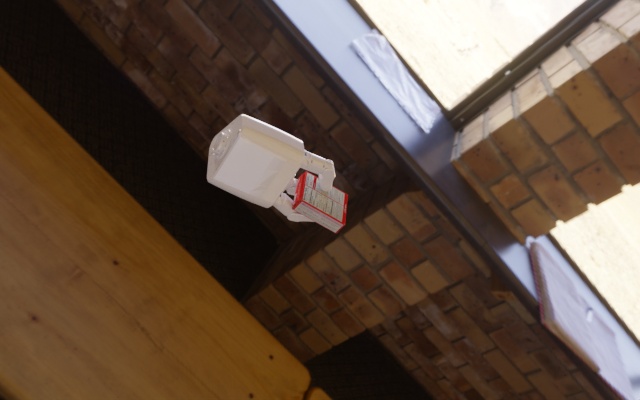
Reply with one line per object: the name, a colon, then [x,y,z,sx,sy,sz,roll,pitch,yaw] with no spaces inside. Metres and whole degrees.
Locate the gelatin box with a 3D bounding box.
gelatin box: [0.001,0.002,0.782,0.089,0.073,0.030,29,-51,-18]
